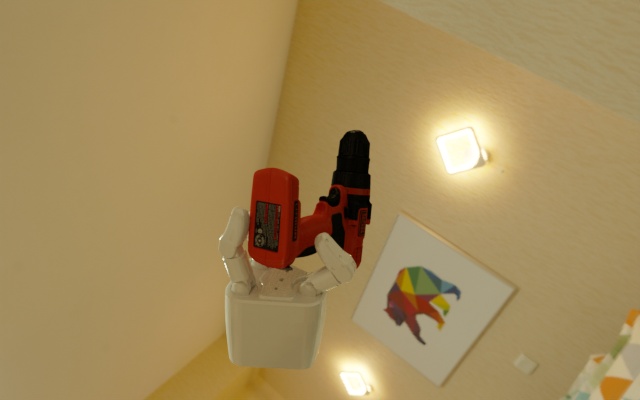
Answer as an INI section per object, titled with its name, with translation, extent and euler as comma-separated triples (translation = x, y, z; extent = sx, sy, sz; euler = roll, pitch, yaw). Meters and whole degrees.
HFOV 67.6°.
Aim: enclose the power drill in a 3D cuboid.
[power drill]
translation = 0.000, 0.002, 0.566
extent = 0.057, 0.184, 0.187
euler = 6, 5, 36
